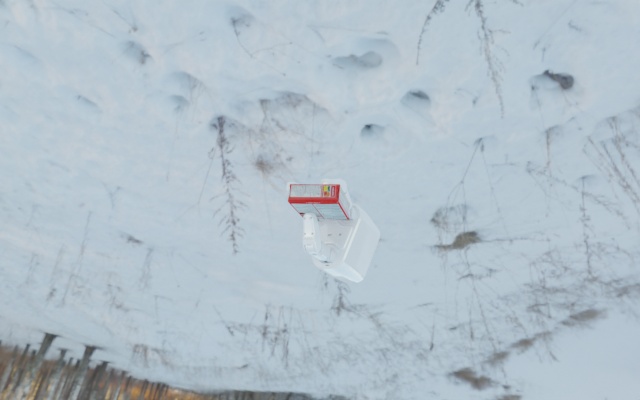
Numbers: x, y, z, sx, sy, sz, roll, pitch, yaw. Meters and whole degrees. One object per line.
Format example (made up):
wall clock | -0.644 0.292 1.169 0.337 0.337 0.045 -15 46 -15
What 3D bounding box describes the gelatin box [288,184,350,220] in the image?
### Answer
gelatin box | 0.000 0.003 0.698 0.073 0.030 0.089 1 -18 14
